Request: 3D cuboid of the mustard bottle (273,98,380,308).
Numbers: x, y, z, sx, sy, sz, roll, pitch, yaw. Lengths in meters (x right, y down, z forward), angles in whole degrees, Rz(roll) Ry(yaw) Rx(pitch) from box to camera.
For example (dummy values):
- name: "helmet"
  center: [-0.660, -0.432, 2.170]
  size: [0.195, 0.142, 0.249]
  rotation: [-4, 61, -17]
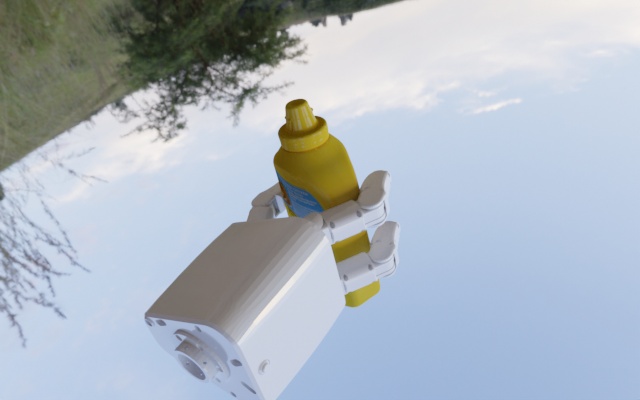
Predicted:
- name: "mustard bottle"
  center: [0.000, 0.001, 0.425]
  size: [0.058, 0.192, 0.096]
  rotation: [-29, 36, -20]
